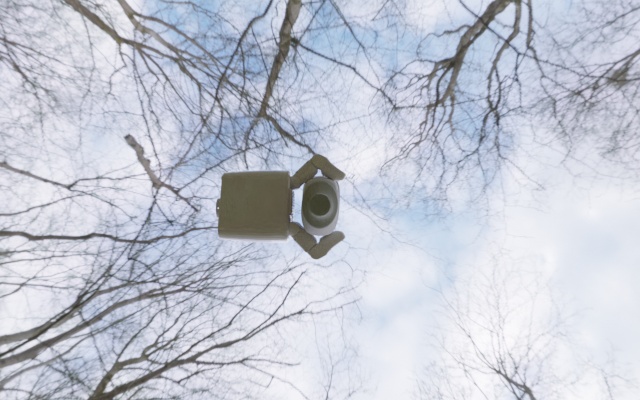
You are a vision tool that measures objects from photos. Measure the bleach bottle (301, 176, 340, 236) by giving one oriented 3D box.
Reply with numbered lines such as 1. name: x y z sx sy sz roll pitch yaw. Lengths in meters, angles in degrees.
1. bleach bottle: 0.000 0.003 0.741 0.068 0.102 0.251 1 -2 0
